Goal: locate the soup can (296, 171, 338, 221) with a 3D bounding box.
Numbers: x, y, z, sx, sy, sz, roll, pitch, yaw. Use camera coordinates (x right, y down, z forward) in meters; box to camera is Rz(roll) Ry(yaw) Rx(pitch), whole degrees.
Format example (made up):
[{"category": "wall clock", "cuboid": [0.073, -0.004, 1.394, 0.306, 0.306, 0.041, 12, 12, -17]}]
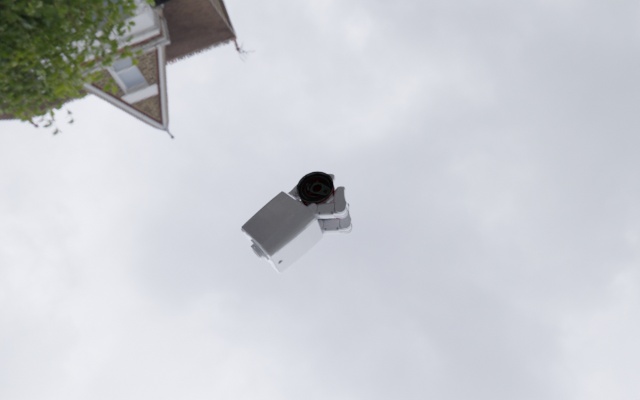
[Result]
[{"category": "soup can", "cuboid": [0.000, 0.003, 0.888, 0.068, 0.068, 0.102, 0, -34, 14]}]
